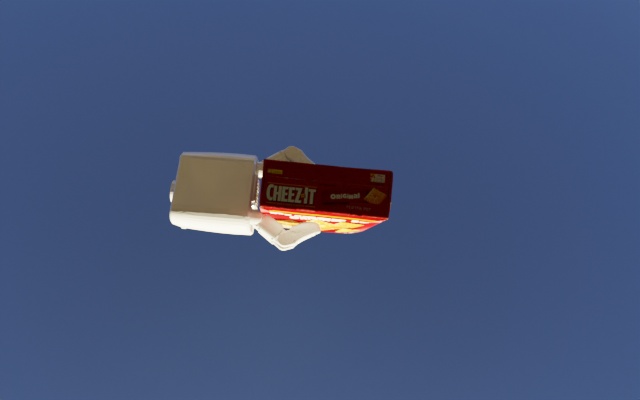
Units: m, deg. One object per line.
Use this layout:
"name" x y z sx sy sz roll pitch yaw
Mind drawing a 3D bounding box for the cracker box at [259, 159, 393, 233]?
"cracker box" 0.000 0.002 0.690 0.164 0.072 0.214 5 -8 -3
